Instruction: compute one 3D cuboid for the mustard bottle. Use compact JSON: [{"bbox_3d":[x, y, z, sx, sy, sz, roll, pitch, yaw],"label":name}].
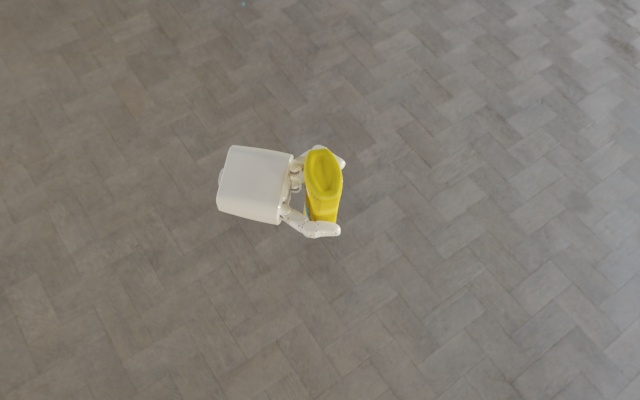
[{"bbox_3d":[0.000,0.003,0.810,0.058,0.096,0.192,-10,-28,-8],"label":"mustard bottle"}]
